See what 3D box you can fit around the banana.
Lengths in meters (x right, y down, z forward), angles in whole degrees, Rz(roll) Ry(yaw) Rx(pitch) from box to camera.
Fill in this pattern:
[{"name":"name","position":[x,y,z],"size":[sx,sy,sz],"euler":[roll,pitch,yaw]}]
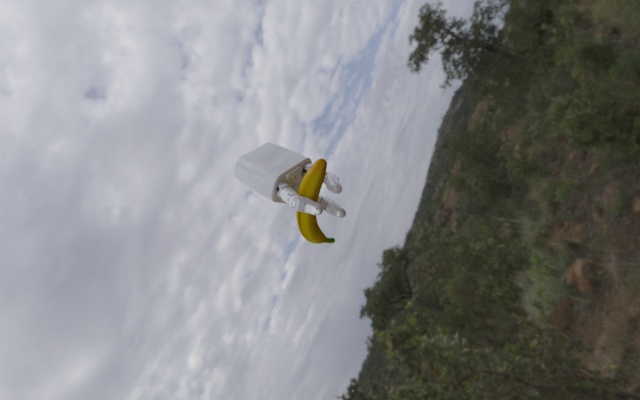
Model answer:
[{"name":"banana","position":[-0.014,0.014,0.879],"size":[0.069,0.198,0.037],"euler":[-29,45,-26]}]
